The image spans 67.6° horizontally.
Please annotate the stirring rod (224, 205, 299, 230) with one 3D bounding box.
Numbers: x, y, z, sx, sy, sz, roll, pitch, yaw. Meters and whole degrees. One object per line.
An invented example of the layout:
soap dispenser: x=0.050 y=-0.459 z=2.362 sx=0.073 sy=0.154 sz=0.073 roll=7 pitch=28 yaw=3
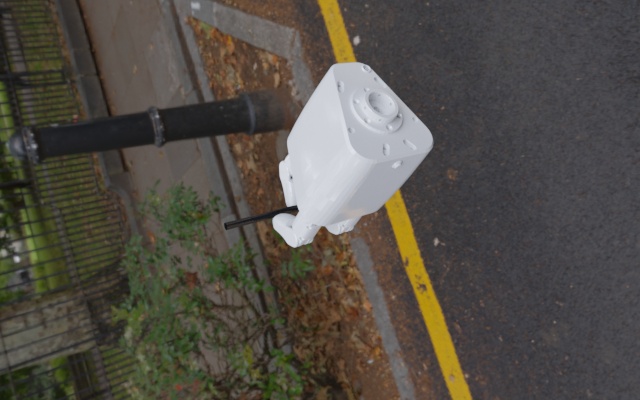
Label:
stirring rod: x=0.000 y=0.002 z=0.561 sx=0.239 sy=0.011 sz=0.011 roll=-14 pitch=8 yaw=-32
